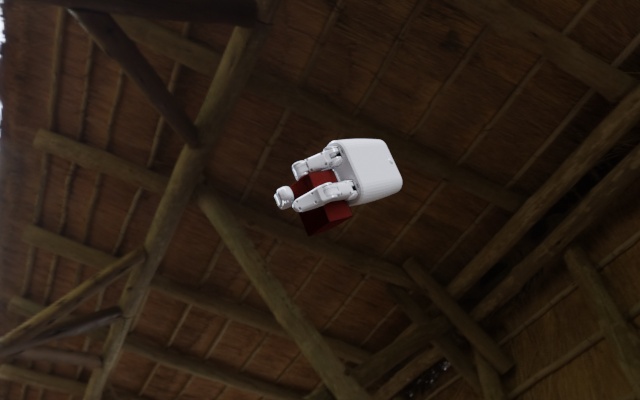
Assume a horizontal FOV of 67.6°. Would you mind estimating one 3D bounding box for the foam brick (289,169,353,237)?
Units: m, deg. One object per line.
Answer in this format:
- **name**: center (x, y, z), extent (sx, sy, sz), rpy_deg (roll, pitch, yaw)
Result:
- **foam brick**: center (0.000, 0.003, 0.677), extent (0.051, 0.078, 0.053), rpy_deg (-12, -16, -45)
